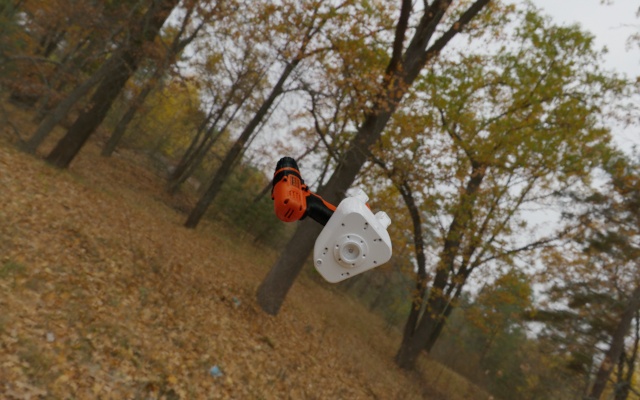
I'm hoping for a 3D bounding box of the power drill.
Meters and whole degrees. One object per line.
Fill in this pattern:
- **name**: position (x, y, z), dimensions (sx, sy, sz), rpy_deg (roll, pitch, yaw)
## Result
- **power drill**: position (0.001, 0.003, 0.846), dimensions (0.188, 0.057, 0.184), rpy_deg (25, 27, -18)
